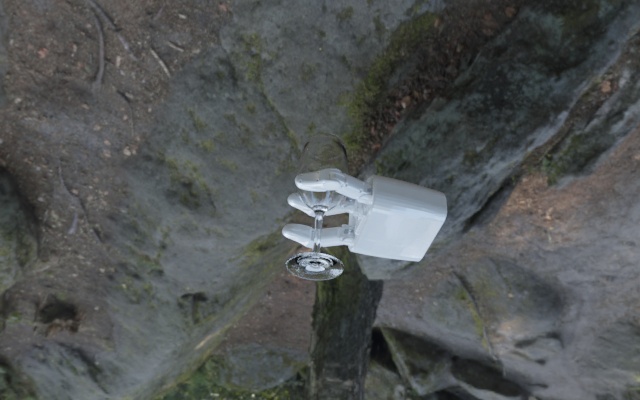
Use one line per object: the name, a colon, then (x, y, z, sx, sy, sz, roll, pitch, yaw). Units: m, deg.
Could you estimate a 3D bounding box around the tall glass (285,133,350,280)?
tall glass: (0.000, 0.003, 0.654, 0.079, 0.201, 0.079, 3, -34, 2)
